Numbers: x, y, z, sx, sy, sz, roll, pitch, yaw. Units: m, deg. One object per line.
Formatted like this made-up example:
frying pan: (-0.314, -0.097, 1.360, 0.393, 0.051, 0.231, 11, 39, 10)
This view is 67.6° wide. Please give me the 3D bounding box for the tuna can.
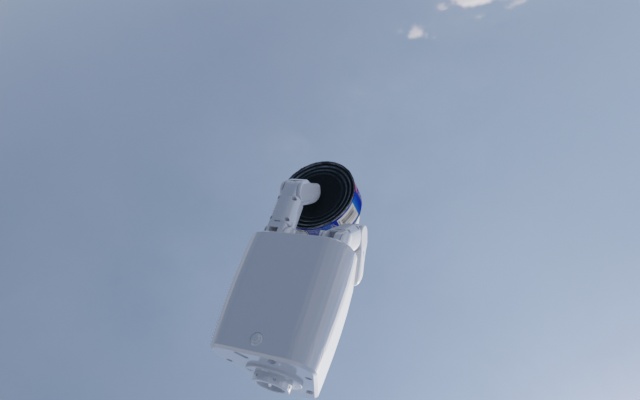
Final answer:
tuna can: (0.000, 0.002, 0.511, 0.086, 0.086, 0.034, 0, -34, 24)
